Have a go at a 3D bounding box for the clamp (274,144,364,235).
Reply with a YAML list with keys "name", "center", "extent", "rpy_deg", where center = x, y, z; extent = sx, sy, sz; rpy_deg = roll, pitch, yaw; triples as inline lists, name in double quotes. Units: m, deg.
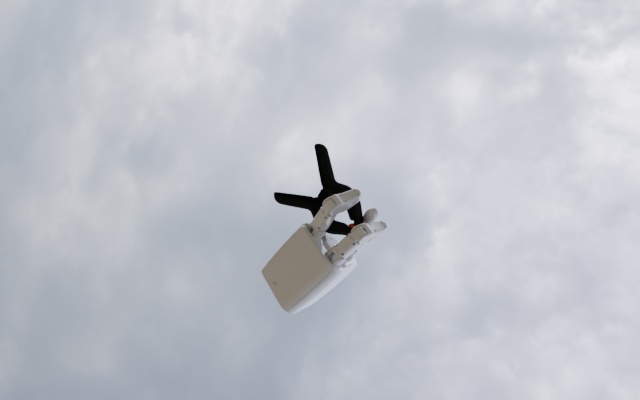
- name: "clamp"
  center: [0.001, 0.003, 0.753]
  extent: [0.120, 0.171, 0.039]
  rpy_deg: [-45, -33, 16]
